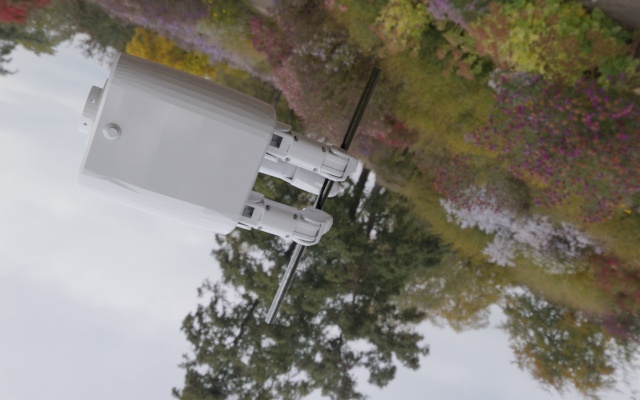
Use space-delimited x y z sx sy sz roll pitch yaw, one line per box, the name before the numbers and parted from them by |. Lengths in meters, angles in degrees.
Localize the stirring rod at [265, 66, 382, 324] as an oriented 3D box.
stirring rod | 0.000 0.001 0.410 0.011 0.239 0.011 22 11 -5
